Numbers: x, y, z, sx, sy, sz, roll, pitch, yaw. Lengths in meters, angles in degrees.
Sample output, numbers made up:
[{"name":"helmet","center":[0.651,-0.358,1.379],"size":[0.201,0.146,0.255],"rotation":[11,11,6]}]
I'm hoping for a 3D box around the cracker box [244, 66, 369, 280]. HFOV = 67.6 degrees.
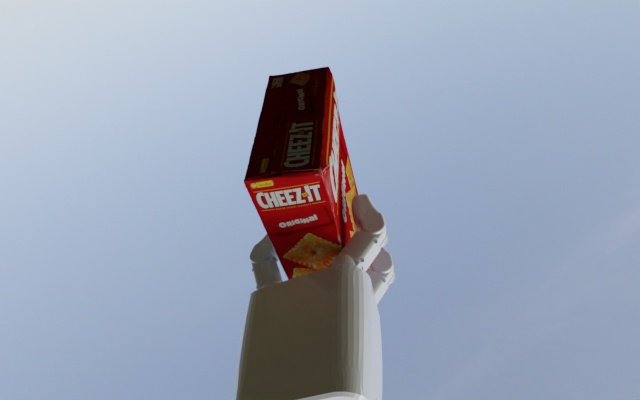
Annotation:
[{"name":"cracker box","center":[0.000,0.002,0.482],"size":[0.072,0.214,0.164],"rotation":[-8,43,10]}]
